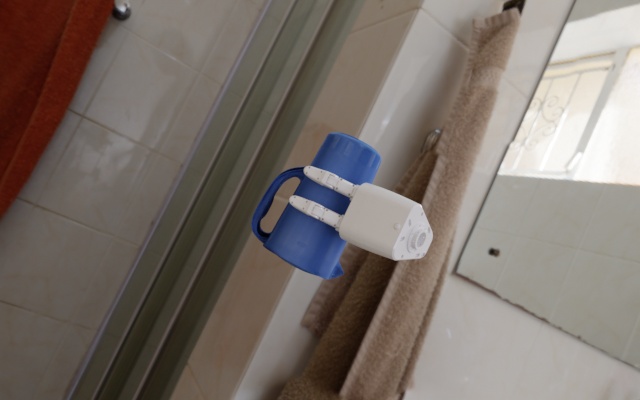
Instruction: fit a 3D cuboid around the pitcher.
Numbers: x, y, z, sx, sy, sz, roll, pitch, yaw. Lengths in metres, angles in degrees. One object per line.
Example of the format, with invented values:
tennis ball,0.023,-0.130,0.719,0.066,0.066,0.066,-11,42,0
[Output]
pitcher,0.000,0.003,0.841,0.145,0.243,0.149,23,-6,40
